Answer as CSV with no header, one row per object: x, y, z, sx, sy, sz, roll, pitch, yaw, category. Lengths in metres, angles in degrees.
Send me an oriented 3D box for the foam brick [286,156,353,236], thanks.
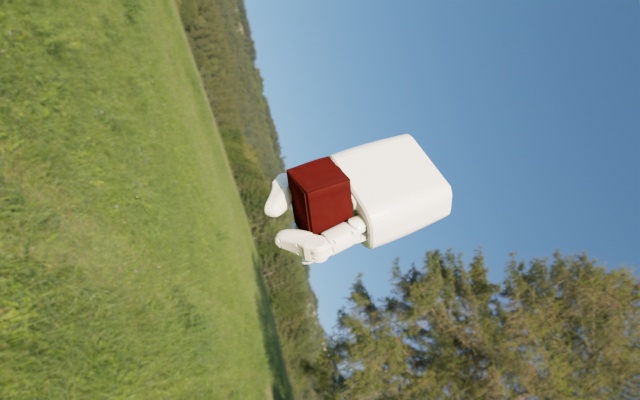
0.000,0.002,0.513,0.051,0.078,0.053,-20,40,-16,foam brick
